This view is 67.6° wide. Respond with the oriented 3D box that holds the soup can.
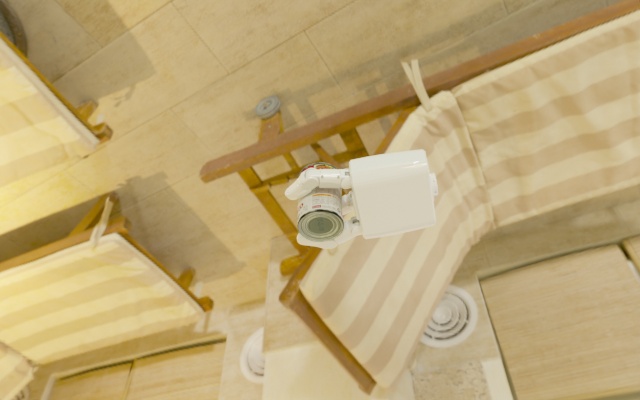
[{"bbox_3d":[0.000,0.003,0.705,0.068,0.102,0.069,-1,-45,0],"label":"soup can"}]
